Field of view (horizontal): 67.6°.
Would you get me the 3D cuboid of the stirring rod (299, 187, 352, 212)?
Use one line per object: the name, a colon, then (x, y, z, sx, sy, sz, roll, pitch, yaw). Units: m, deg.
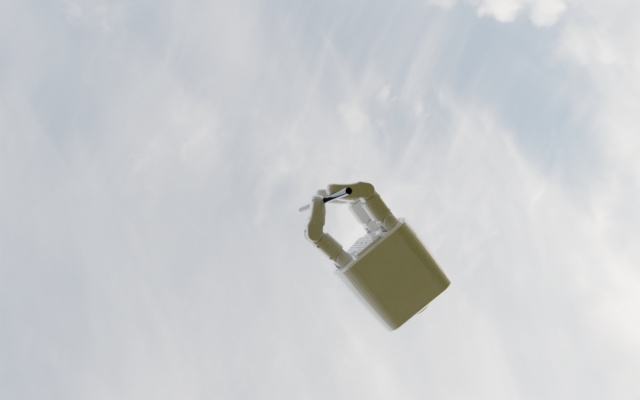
stirring rod: (0.000, 0.002, 0.633, 0.011, 0.011, 0.239, 0, -6, -15)
